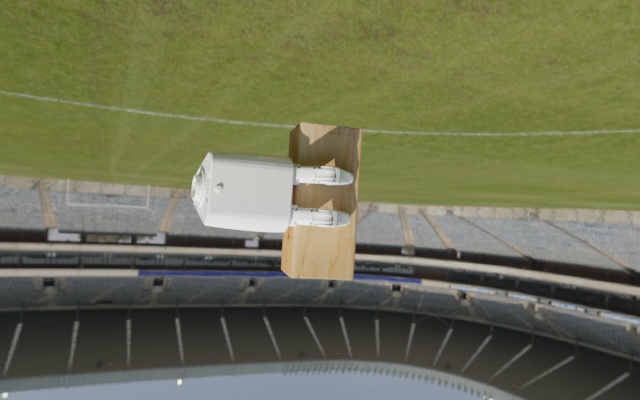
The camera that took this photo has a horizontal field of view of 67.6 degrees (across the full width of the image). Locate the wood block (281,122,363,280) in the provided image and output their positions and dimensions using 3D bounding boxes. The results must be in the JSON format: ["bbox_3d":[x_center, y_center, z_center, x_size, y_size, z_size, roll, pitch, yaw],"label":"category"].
[{"bbox_3d":[0.000,0.002,0.679,0.090,0.206,0.091,4,-1,-13],"label":"wood block"}]
